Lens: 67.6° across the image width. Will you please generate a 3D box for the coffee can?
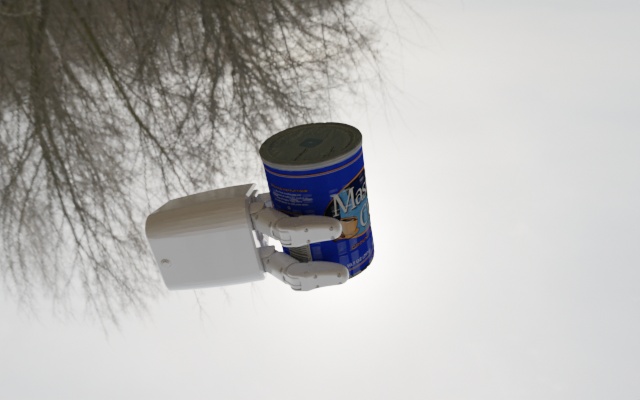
[{"bbox_3d":[0.000,0.001,0.502,0.103,0.140,0.102,-7,29,4],"label":"coffee can"}]
